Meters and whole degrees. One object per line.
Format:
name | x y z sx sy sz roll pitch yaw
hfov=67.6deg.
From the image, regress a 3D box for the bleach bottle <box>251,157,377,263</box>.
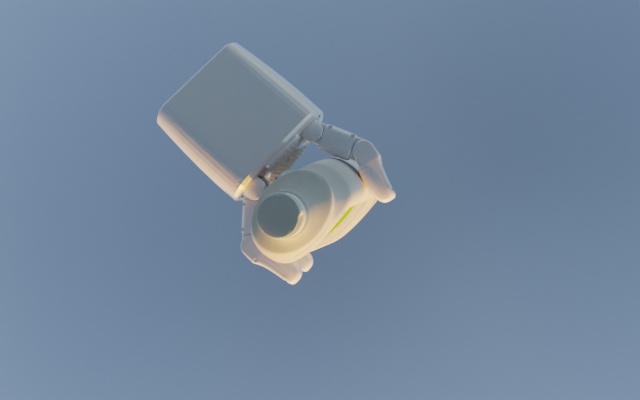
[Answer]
bleach bottle | 0.000 0.001 0.425 0.068 0.102 0.251 41 7 7
